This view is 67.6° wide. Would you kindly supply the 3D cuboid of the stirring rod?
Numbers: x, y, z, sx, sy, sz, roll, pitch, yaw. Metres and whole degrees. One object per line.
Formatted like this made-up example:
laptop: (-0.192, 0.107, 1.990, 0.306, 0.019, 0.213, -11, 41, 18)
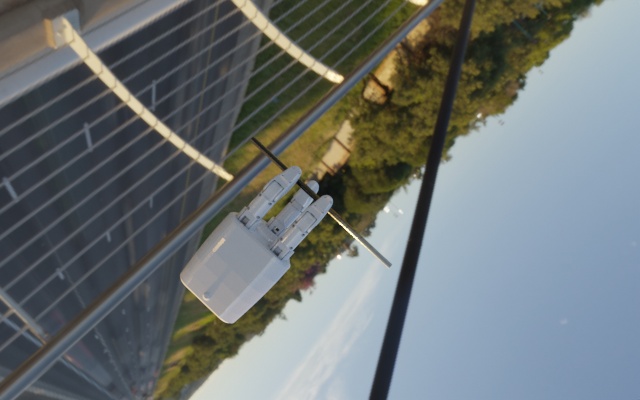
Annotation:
stirring rod: (0.000, 0.002, 0.610, 0.239, 0.011, 0.011, 43, 2, 2)
